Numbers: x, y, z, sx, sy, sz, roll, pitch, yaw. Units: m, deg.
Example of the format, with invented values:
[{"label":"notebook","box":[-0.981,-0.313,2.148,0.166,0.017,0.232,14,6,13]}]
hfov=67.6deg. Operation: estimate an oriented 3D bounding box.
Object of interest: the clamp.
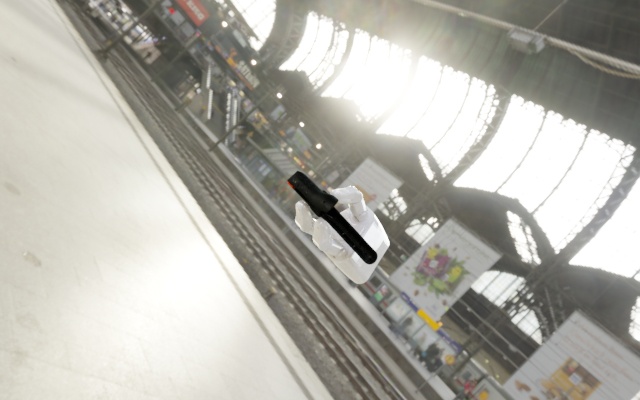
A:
[{"label":"clamp","box":[0.001,0.002,0.766,0.210,0.036,0.165,44,-7,40]}]
